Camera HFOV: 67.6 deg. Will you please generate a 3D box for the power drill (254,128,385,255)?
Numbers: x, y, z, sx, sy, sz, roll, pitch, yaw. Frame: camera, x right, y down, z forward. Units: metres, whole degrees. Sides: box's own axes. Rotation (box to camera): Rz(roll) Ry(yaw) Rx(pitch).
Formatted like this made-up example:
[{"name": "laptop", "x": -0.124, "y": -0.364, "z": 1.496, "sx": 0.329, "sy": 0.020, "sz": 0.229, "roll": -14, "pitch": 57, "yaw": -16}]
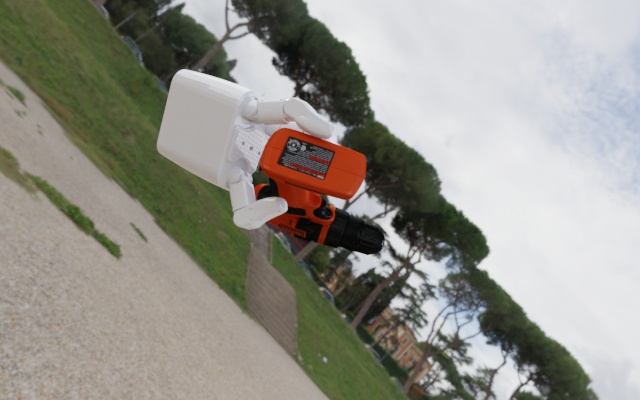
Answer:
[{"name": "power drill", "x": 0.000, "y": 0.001, "z": 0.554, "sx": 0.184, "sy": 0.057, "sz": 0.188, "roll": 18, "pitch": -24, "yaw": 2}]
